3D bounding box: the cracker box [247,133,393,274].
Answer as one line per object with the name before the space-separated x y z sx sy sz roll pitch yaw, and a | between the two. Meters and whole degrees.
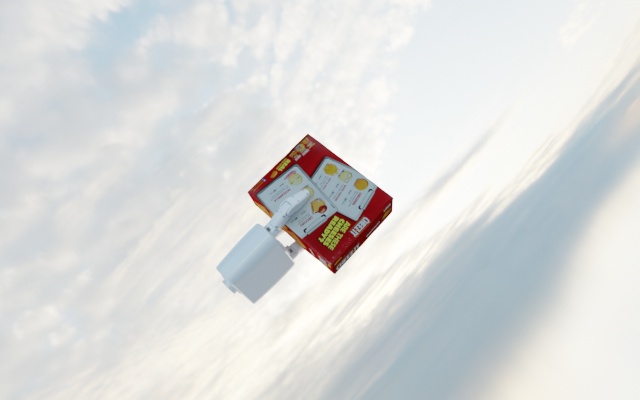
cracker box | 0.000 0.003 0.874 0.213 0.164 0.072 39 -13 22
